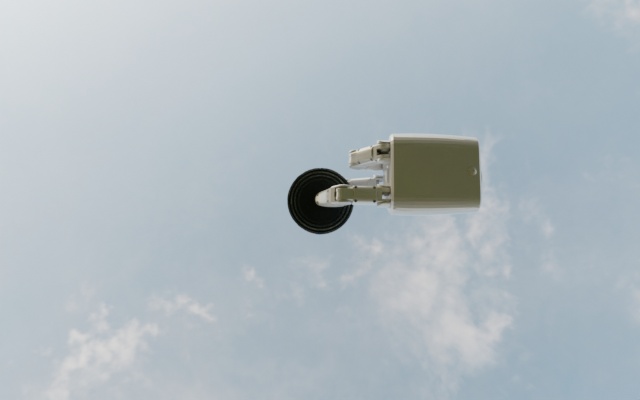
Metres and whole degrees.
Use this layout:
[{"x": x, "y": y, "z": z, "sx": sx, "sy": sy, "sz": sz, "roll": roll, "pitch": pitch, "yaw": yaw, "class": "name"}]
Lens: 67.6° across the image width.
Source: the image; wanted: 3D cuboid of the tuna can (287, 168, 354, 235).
[{"x": 0.000, "y": 0.002, "z": 0.628, "sx": 0.086, "sy": 0.086, "sz": 0.034, "roll": 0, "pitch": -7, "yaw": 0, "class": "tuna can"}]
